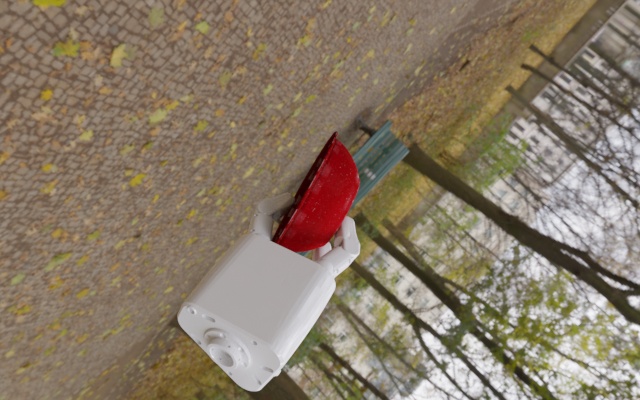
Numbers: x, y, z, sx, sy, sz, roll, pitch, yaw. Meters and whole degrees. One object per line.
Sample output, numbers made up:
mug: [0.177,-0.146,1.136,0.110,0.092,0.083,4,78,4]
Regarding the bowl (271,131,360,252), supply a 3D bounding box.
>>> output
bowl: [0.001,0.001,0.563,0.055,0.162,0.162,29,-3,-6]
